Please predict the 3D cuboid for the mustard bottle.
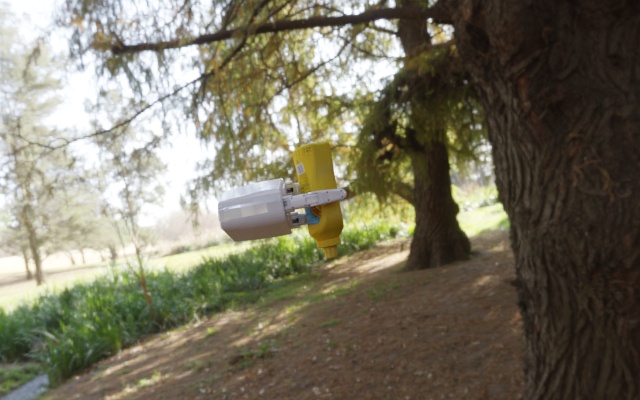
[{"bbox_3d":[0.000,0.002,0.807,0.058,0.191,0.096,-10,-2,-23],"label":"mustard bottle"}]
